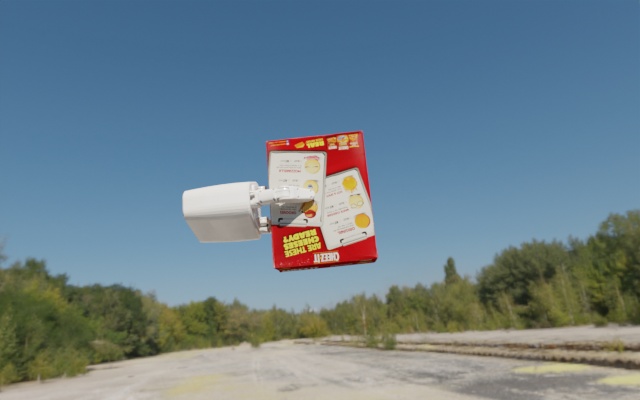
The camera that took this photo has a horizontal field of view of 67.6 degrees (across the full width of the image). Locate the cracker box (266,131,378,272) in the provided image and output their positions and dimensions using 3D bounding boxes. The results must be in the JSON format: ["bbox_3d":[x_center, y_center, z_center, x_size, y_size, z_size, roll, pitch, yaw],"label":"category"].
[{"bbox_3d":[0.000,0.002,0.787,0.164,0.213,0.072,-6,-15,3],"label":"cracker box"}]
